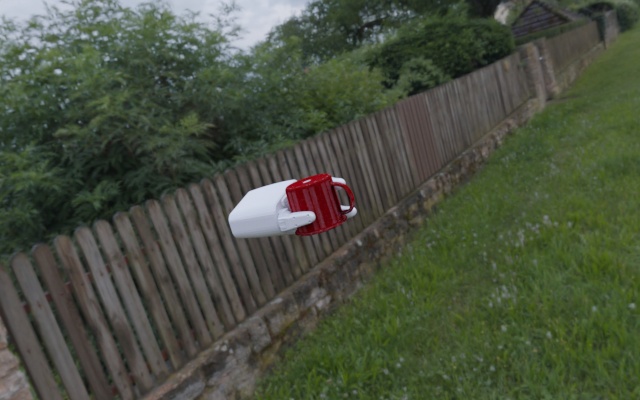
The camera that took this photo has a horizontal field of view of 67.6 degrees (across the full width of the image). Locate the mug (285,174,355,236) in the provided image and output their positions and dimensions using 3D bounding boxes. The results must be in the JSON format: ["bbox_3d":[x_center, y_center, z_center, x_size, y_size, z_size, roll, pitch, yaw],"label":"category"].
[{"bbox_3d":[0.001,0.002,0.793,0.117,0.081,0.093,-11,13,28],"label":"mug"}]
